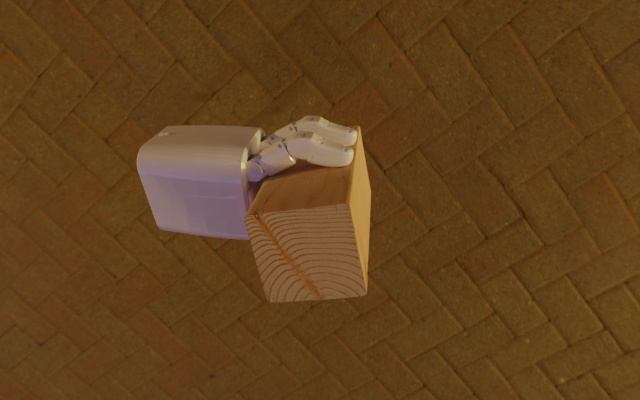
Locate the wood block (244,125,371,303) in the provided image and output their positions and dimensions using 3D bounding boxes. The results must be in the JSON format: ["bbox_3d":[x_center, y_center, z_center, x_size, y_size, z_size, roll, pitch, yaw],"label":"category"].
[{"bbox_3d":[0.000,0.002,0.484,0.090,0.091,0.206,-7,25,10],"label":"wood block"}]
